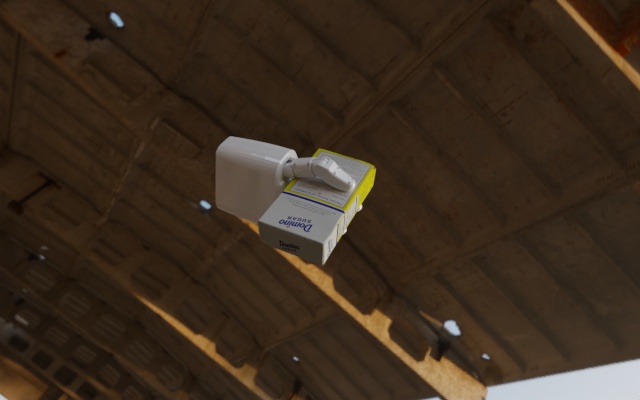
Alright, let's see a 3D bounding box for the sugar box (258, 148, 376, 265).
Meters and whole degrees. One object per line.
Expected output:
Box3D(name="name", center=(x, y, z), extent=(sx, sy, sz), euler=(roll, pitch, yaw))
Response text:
Box3D(name="sugar box", center=(0.000, 0.002, 0.643), extent=(0.093, 0.048, 0.176), euler=(19, 46, 19))
